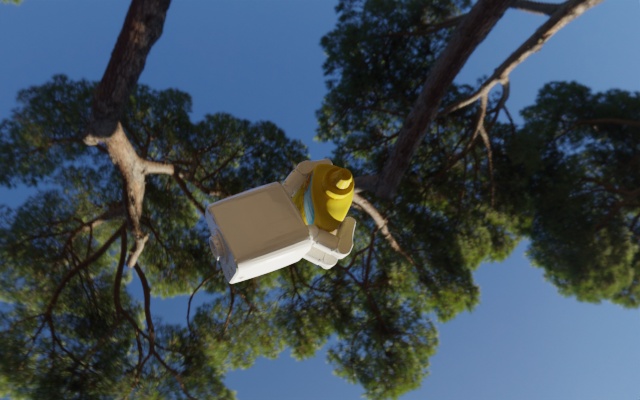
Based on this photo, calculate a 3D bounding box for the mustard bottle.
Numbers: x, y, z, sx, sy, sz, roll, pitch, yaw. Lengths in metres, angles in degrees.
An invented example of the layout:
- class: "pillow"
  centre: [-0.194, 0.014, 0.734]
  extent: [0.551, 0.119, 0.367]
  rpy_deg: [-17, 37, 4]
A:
- class: "mustard bottle"
  centre: [0.000, 0.002, 0.676]
  extent: [0.058, 0.096, 0.192]
  rpy_deg: [7, -23, -17]
